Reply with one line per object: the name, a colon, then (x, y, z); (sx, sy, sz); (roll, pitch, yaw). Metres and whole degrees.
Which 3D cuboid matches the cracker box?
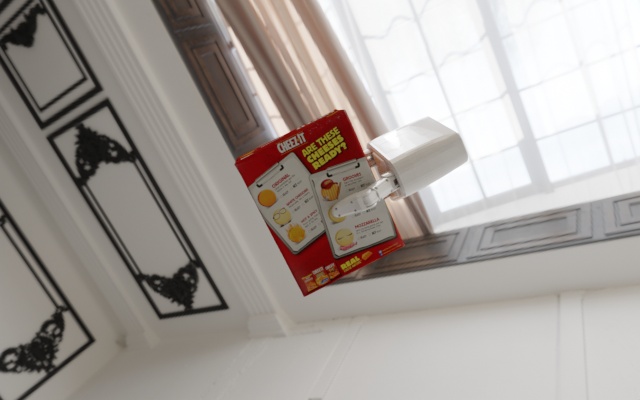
cracker box: (0.000, 0.002, 0.677); (0.164, 0.214, 0.072); (-27, 14, -4)
